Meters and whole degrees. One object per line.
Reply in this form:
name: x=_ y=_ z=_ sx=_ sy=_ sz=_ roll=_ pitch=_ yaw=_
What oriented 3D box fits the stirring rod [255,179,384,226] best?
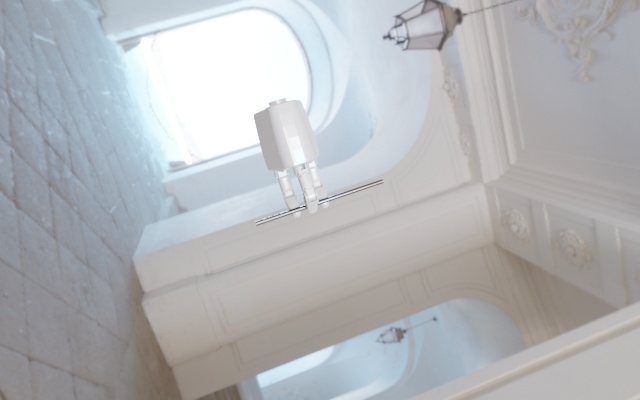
stirring rod: x=0.000 y=0.003 z=0.847 sx=0.239 sy=0.011 sz=0.011 roll=-19 pitch=3 yaw=-9
